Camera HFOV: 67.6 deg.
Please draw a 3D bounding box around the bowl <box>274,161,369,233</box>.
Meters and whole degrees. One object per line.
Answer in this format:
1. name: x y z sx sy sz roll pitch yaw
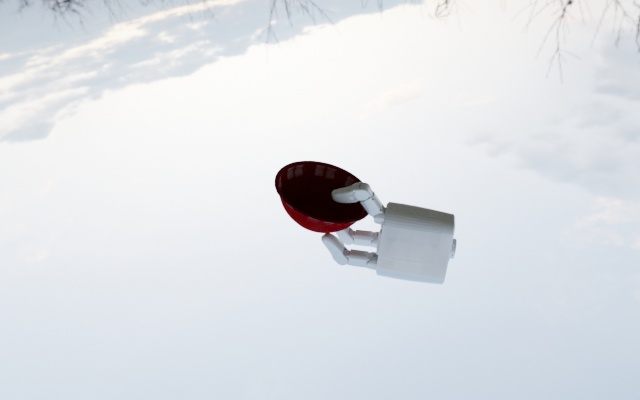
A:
1. bowl: -0.001 0.002 0.769 0.162 0.055 0.162 12 36 -9
